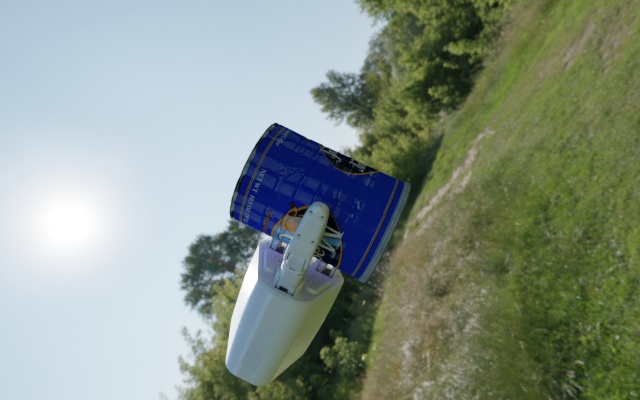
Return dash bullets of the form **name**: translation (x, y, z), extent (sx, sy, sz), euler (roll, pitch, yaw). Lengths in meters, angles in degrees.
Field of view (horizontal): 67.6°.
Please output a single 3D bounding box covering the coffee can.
- **coffee can**: translation (0.000, 0.001, 0.454), extent (0.140, 0.103, 0.103), euler (25, 1, 3)
